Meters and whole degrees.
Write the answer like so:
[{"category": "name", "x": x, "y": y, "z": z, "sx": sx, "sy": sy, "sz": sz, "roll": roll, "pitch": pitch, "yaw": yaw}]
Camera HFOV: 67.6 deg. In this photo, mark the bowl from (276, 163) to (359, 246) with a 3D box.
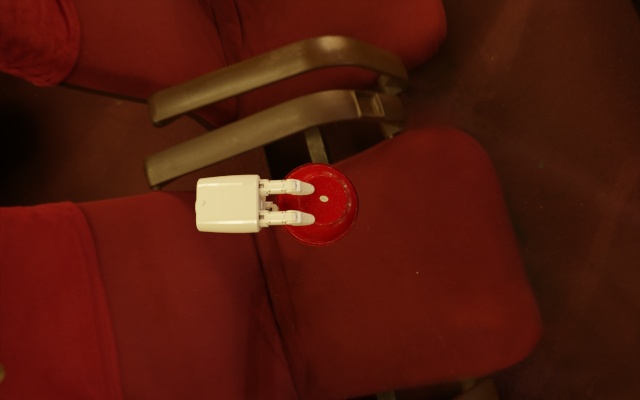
[{"category": "bowl", "x": 0.001, "y": 0.003, "z": 0.886, "sx": 0.162, "sy": 0.162, "sz": 0.055, "roll": 0, "pitch": -9, "yaw": -10}]
